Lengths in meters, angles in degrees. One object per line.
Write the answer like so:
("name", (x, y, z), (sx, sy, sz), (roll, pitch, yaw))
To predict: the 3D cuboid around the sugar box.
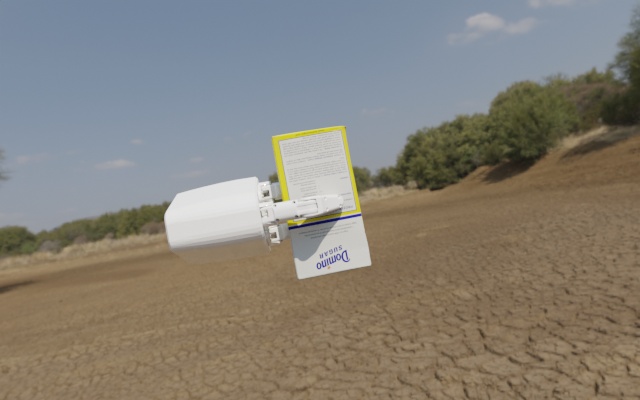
("sugar box", (0.000, 0.002, 0.592), (0.093, 0.176, 0.048), (-10, 0, -4))
